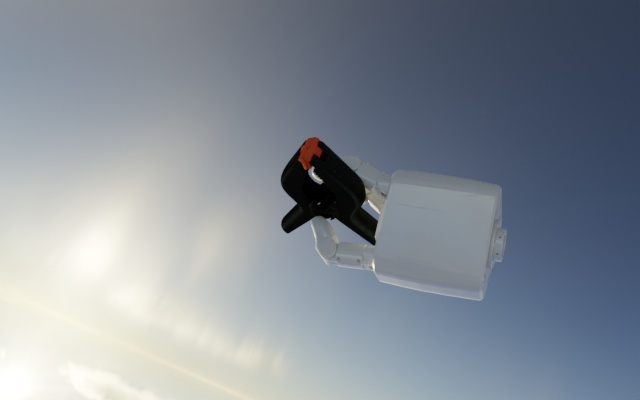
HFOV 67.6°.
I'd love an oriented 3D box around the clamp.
[{"bbox_3d":[0.000,0.002,0.547,0.164,0.036,0.210,7,-29,25],"label":"clamp"}]
